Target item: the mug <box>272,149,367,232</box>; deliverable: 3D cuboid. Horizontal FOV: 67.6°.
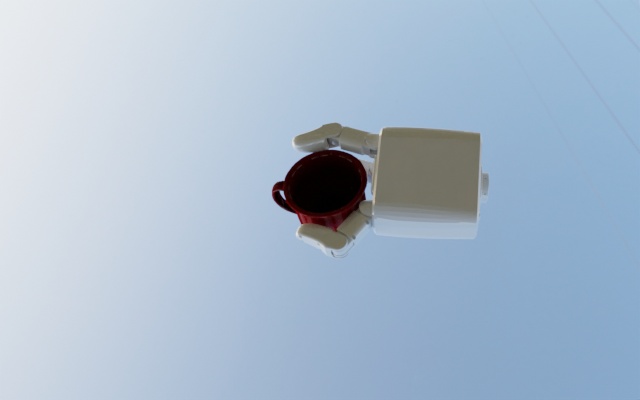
[{"bbox_3d":[-0.001,0.002,0.553,0.117,0.093,0.082,4,-34,16],"label":"mug"}]
